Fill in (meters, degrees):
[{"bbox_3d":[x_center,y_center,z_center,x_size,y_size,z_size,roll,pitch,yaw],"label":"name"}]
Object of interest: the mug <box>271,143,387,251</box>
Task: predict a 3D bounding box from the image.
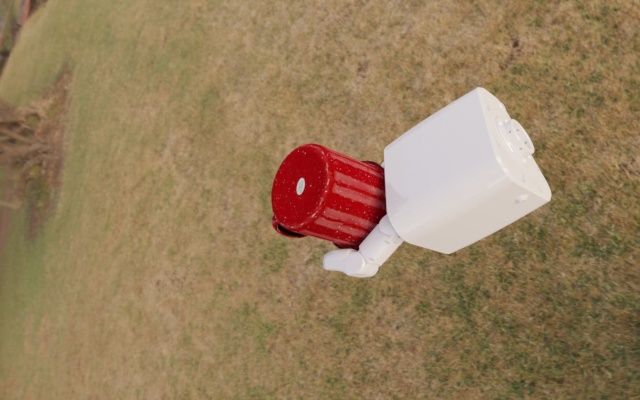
[{"bbox_3d":[-0.001,0.002,0.456,0.081,0.093,0.117,18,-41,-41],"label":"mug"}]
